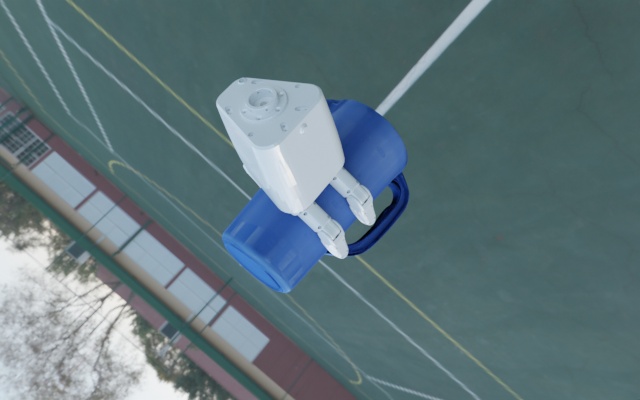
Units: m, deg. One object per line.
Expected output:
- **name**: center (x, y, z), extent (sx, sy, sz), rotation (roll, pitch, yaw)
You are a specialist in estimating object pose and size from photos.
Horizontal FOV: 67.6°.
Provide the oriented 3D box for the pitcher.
- **pitcher**: center (0.000, 0.002, 0.614), extent (0.149, 0.242, 0.145), rotation (29, -23, 29)
